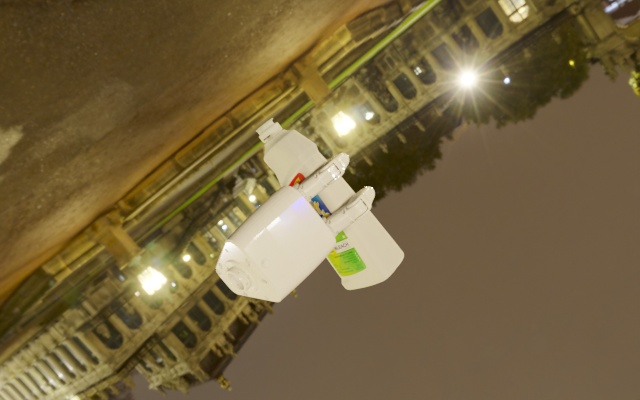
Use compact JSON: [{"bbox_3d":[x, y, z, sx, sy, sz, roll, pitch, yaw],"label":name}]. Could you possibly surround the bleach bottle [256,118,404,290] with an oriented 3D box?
[{"bbox_3d":[0.000,0.002,0.638,0.068,0.251,0.102,-44,10,-35],"label":"bleach bottle"}]
